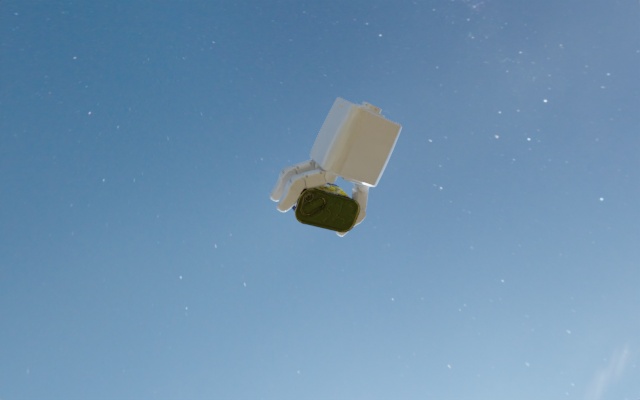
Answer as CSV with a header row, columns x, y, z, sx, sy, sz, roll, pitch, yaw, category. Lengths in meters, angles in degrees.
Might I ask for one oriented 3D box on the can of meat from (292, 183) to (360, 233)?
x,y,z,sx,sy,sz,roll,pitch,yaw,category
0.000,0.002,0.763,0.102,0.057,0.084,14,16,-22,can of meat
